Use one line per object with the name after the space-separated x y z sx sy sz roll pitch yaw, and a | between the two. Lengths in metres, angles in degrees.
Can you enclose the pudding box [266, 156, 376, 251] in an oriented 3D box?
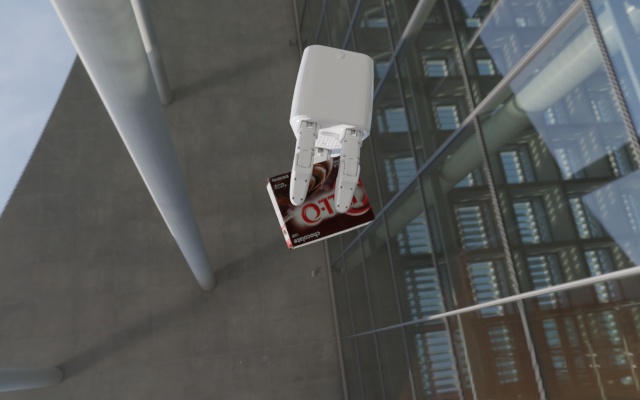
0.000 0.002 0.591 0.113 0.090 0.039 -19 -11 -13 | pudding box
